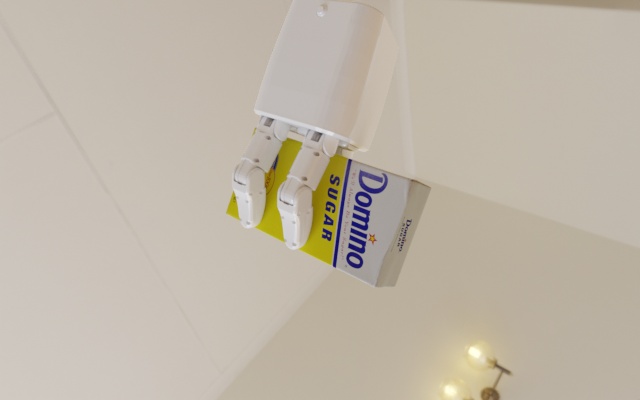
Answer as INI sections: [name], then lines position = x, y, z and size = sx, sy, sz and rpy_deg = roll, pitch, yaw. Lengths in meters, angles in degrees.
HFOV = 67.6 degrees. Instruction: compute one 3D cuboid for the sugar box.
[sugar box]
position = 0.000, 0.001, 0.431
size = 0.176, 0.093, 0.048
rpy_deg = 22, 5, 35
